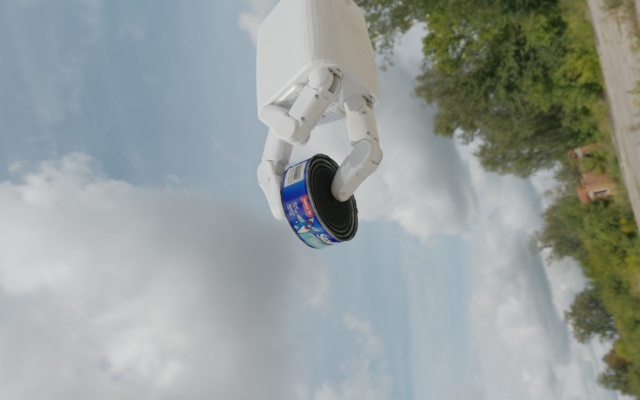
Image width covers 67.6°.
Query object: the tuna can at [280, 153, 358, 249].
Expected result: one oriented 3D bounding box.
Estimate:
[{"bbox_3d":[0.000,0.002,0.450,0.034,0.086,0.086,-21,-10,28],"label":"tuna can"}]
